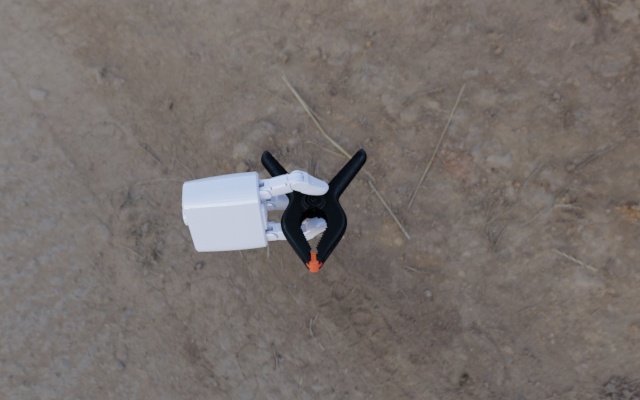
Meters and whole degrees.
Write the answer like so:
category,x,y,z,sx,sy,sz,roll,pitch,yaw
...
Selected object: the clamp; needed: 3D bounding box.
category,x,y,z,sx,sy,sz,roll,pitch,yaw
clamp,0.000,0.002,0.701,0.164,0.209,0.036,-8,-33,-2
